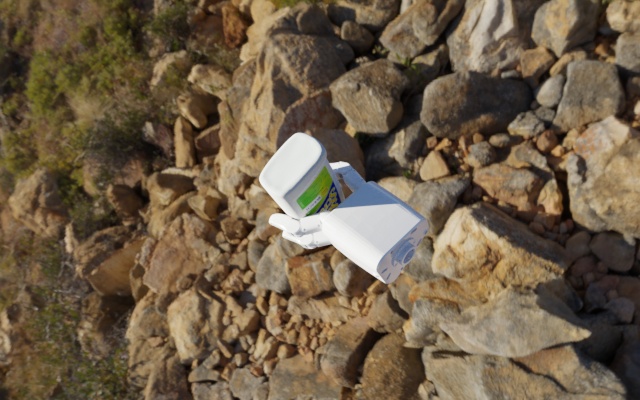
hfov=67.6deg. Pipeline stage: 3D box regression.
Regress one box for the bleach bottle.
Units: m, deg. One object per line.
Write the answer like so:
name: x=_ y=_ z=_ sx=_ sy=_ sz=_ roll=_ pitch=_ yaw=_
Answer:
bleach bottle: x=0.000 y=0.003 z=0.759 sx=0.068 sy=0.102 sz=0.251 roll=37 pitch=-8 yaw=32
